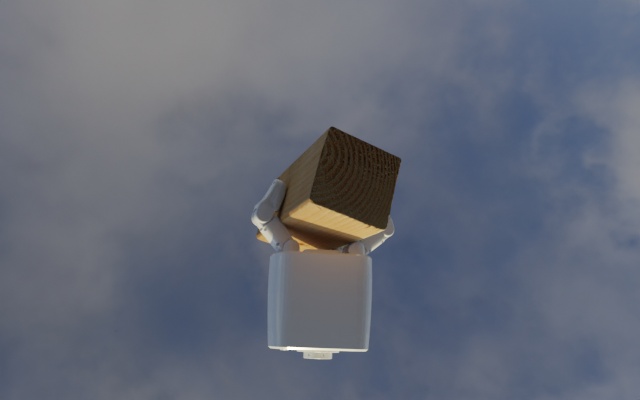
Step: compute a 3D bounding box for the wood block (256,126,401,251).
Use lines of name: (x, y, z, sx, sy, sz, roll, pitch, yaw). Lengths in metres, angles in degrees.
wood block: (0.000, 0.002, 0.582, 0.091, 0.090, 0.206, 22, -22, -16)
